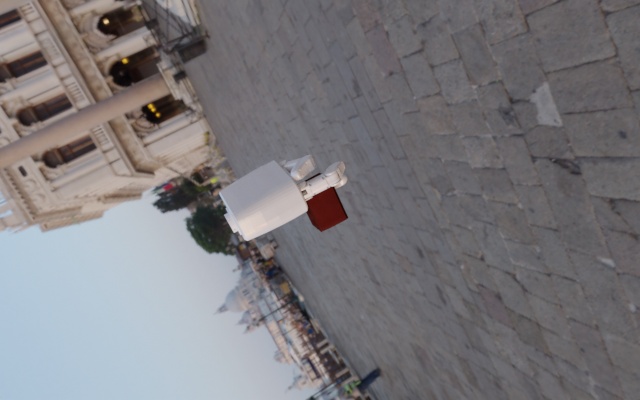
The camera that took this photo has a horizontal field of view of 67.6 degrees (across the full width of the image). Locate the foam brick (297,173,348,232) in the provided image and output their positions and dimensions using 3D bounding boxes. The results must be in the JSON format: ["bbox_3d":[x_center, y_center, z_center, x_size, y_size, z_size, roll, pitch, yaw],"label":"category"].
[{"bbox_3d":[0.000,0.003,0.775,0.051,0.078,0.053,-29,19,-12],"label":"foam brick"}]
